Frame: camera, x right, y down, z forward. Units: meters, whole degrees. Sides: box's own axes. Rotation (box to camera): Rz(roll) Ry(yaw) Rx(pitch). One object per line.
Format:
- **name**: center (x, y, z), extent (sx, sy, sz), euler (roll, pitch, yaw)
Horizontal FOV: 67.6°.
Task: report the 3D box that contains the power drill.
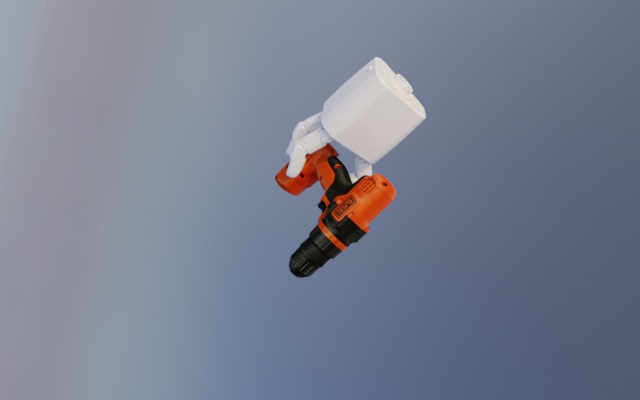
- **power drill**: center (0.000, 0.002, 0.707), extent (0.057, 0.184, 0.187), euler (42, 7, -43)
